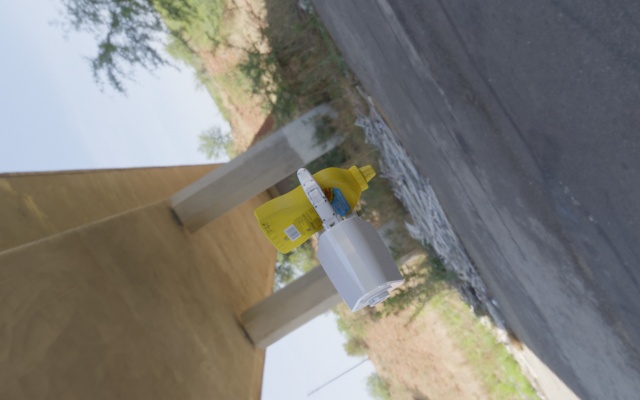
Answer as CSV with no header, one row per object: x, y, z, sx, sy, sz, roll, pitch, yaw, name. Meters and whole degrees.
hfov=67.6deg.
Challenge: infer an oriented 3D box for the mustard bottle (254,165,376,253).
0.000,0.002,0.740,0.191,0.058,0.096,-31,-44,1,mustard bottle
